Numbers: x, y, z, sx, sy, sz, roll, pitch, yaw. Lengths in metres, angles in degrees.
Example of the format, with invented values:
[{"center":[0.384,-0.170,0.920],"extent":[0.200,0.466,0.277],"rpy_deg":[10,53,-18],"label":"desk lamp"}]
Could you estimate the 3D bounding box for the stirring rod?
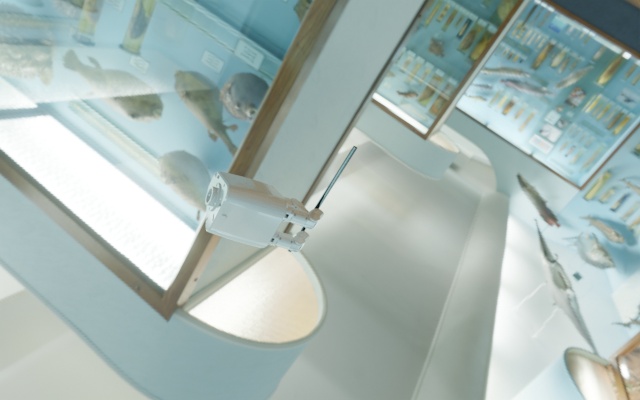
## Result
[{"center":[0.000,0.003,0.851],"extent":[0.011,0.240,0.011],"rpy_deg":[26,25,-13],"label":"stirring rod"}]
